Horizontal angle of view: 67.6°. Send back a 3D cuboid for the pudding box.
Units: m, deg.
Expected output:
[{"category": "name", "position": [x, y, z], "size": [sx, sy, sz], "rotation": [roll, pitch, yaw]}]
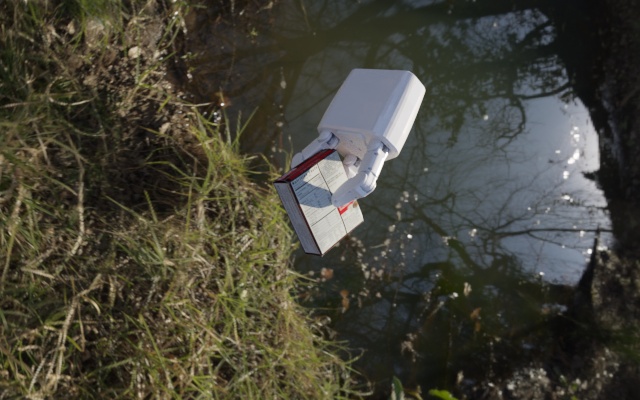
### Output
[{"category": "pudding box", "position": [0.000, 0.002, 0.617], "size": [0.090, 0.113, 0.039], "rotation": [-36, 23, -32]}]
